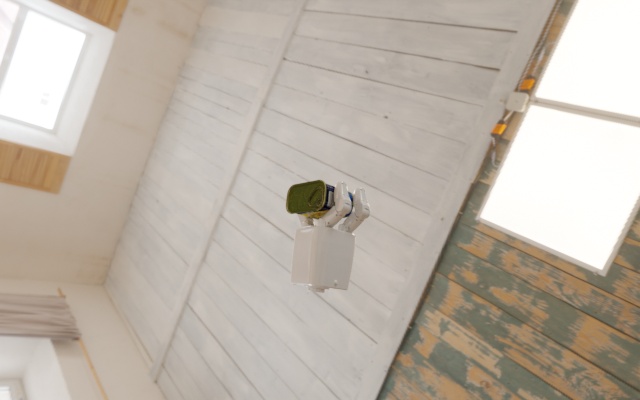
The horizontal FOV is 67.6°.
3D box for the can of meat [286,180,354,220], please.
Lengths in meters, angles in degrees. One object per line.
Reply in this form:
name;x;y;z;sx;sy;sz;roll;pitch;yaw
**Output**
can of meat;0.000;0.003;0.897;0.102;0.057;0.084;-9;-19;44
